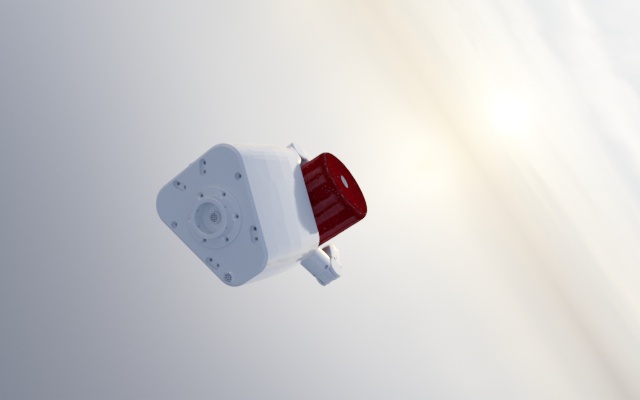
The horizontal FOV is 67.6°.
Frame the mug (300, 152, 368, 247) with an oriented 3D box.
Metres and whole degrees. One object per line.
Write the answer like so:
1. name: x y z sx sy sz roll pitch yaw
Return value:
1. mug: 0.001 0.002 0.519 0.081 0.093 0.117 -33 -8 19
